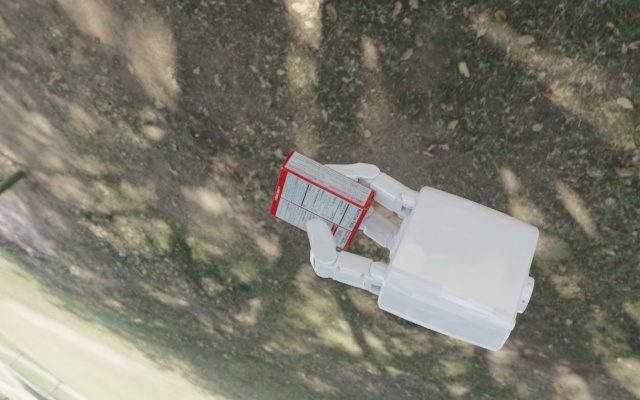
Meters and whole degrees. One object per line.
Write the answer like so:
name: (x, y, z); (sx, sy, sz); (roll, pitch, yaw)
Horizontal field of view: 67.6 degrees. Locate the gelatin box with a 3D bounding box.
gelatin box: (0.000, 0.002, 0.461); (0.089, 0.030, 0.073); (26, -40, 4)
